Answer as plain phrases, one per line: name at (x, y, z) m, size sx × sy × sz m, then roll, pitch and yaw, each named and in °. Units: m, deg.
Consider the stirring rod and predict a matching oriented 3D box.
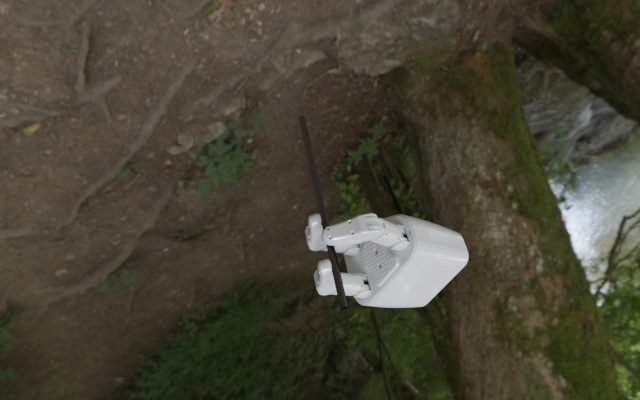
stirring rod at (0.000, 0.002, 0.517) m, size 0.011 × 0.239 × 0.011 m, roll -9°, pitch -30°, yaw -6°
